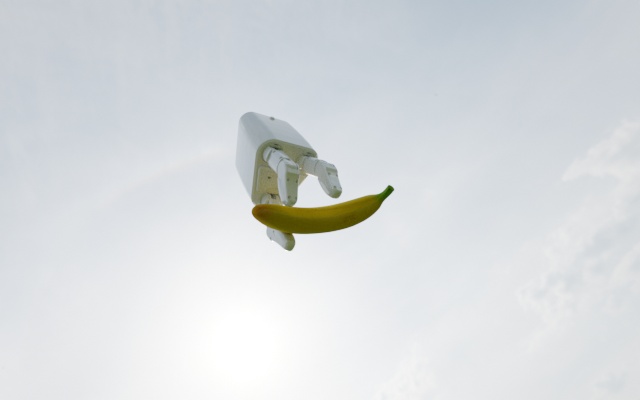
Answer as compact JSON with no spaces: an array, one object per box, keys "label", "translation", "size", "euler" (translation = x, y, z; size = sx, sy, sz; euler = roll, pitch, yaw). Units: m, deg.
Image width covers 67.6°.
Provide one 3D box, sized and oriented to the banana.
[{"label":"banana","translation":[0.002,0.016,0.647],"size":[0.198,0.070,0.037],"euler":[-11,41,-19]}]
